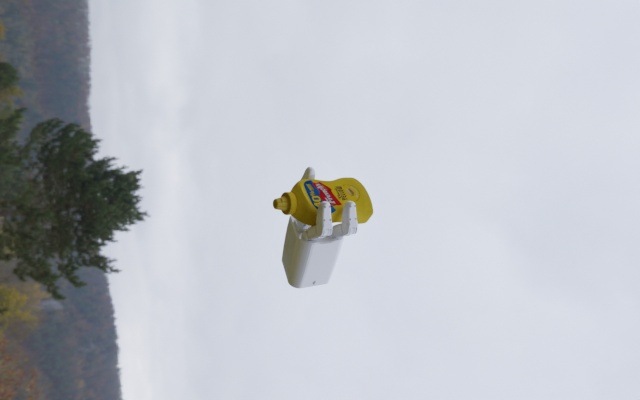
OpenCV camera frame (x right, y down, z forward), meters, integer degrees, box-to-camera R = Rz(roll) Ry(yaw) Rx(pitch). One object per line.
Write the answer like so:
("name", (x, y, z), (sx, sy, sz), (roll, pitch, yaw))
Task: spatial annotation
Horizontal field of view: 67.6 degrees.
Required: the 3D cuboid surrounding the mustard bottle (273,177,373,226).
("mustard bottle", (0.000, 0.003, 0.879), (0.191, 0.096, 0.058), (-3, -36, -33))
